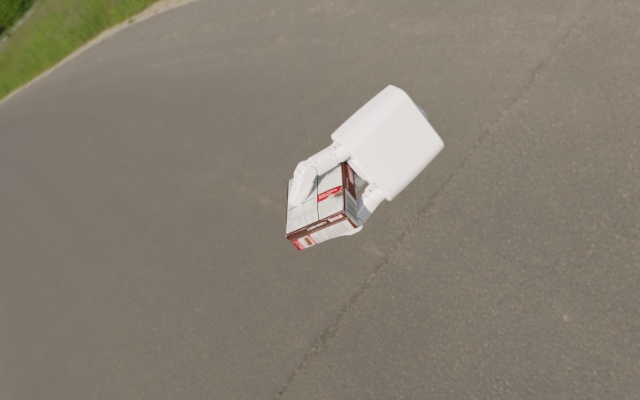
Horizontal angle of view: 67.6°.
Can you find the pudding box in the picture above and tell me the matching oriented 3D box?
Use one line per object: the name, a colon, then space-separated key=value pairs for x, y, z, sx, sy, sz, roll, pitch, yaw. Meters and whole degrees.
pudding box: x=0.000 y=0.002 z=0.636 sx=0.090 sy=0.113 sz=0.039 roll=-24 pitch=-52 yaw=21
